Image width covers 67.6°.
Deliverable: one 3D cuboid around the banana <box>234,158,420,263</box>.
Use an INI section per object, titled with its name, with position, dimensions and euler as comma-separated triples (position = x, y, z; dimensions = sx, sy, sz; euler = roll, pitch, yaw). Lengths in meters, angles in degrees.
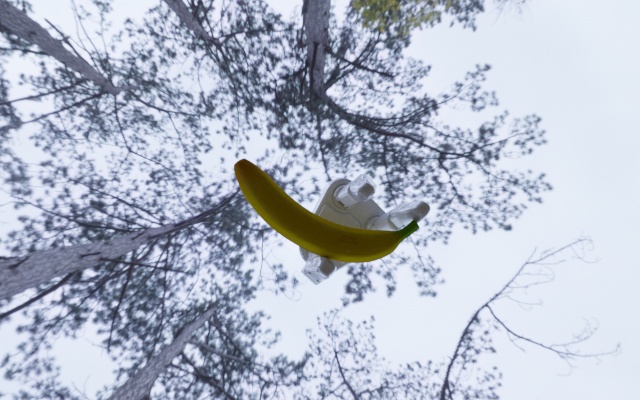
[banana]
position = -0.003, 0.020, 0.493
dimensions = 0.198, 0.069, 0.037
euler = 20, 4, -4
